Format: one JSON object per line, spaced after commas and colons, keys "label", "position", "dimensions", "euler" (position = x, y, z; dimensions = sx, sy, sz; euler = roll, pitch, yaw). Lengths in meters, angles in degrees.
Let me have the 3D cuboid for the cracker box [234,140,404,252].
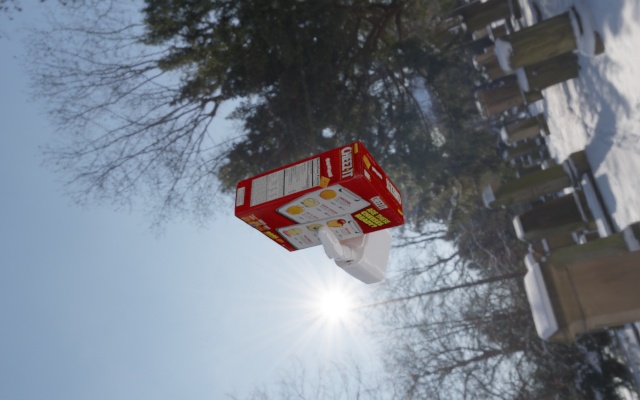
{"label": "cracker box", "position": [0.000, 0.003, 0.747], "dimensions": [0.214, 0.072, 0.164], "euler": [-17, -33, 24]}
